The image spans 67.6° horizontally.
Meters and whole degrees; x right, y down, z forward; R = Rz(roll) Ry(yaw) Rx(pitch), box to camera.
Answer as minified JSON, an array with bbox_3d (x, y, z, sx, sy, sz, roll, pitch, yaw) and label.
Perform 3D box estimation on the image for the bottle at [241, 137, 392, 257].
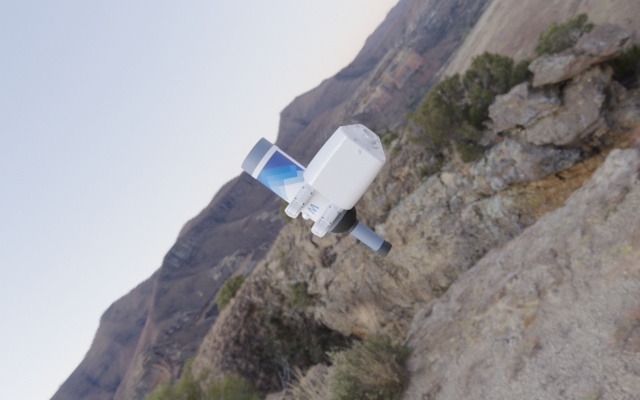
[{"bbox_3d":[0.000,0.003,0.836,0.296,0.069,0.069,36,-2,-3],"label":"bottle"}]
